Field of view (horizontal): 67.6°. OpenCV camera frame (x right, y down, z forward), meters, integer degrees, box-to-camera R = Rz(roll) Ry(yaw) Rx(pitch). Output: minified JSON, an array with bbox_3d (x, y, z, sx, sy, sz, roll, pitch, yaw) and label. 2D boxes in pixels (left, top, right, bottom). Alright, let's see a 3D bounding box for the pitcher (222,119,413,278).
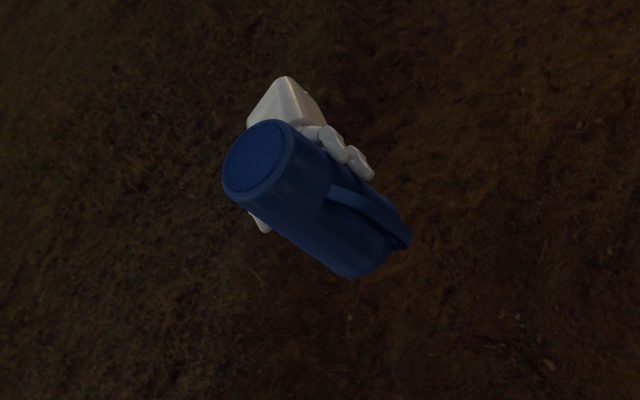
[{"bbox_3d":[0.000,0.002,0.613,0.149,0.145,0.243,-34,-42,19],"label":"pitcher"}]
